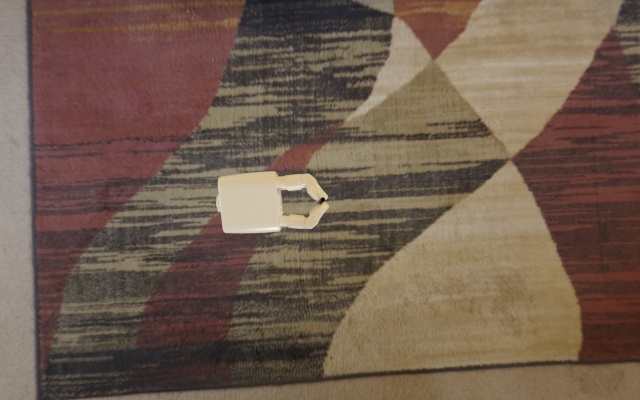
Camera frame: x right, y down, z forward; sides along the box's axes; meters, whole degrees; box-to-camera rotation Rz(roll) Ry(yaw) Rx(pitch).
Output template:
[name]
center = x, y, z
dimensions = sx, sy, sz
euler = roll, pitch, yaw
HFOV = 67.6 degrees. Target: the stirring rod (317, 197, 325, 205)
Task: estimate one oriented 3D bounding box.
[stirring rod]
center = 0.000, 0.003, 0.893
dimensions = 0.011, 0.011, 0.239
euler = 0, -2, -2
